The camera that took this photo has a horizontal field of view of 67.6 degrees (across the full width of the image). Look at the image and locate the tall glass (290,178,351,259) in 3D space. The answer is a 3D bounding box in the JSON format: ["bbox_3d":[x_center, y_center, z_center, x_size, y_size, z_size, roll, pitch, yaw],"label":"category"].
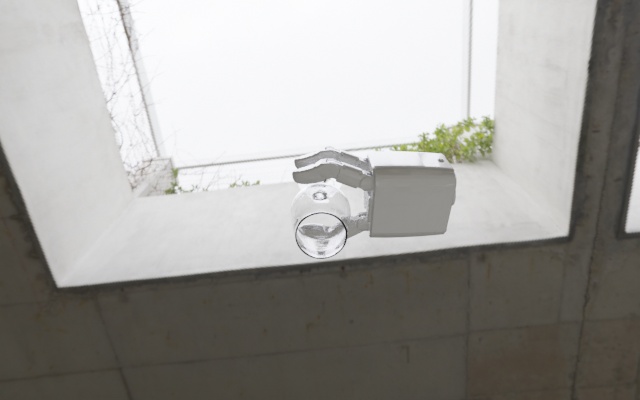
[{"bbox_3d":[0.000,0.002,0.648,0.079,0.079,0.201,0,24,0],"label":"tall glass"}]
